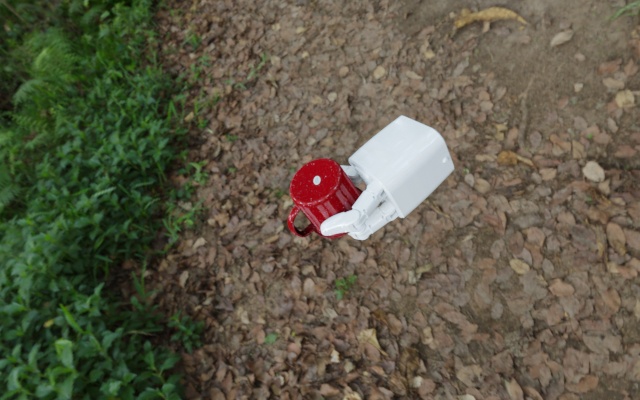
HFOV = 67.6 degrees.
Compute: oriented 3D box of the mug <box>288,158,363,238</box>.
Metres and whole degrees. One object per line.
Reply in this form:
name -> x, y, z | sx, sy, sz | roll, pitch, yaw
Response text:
mug -> -0.001, 0.003, 0.676 | 0.093, 0.117, 0.081 | 43, -6, 43
